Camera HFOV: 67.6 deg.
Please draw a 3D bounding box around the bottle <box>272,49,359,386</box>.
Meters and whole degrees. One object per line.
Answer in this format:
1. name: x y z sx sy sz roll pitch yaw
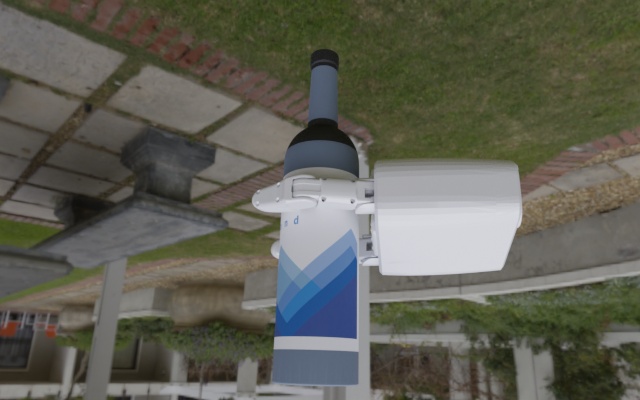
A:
1. bottle: 0.000 0.002 0.413 0.069 0.295 0.069 2 -18 1
